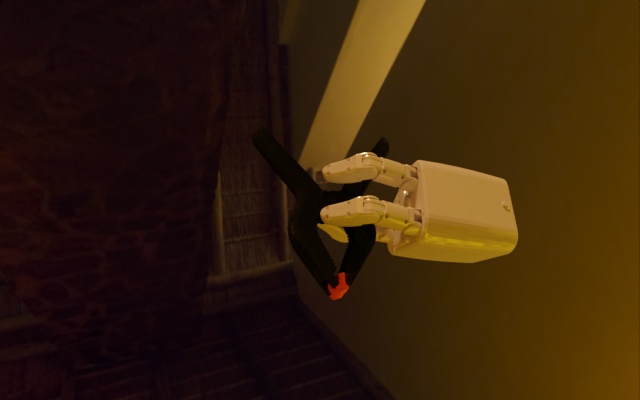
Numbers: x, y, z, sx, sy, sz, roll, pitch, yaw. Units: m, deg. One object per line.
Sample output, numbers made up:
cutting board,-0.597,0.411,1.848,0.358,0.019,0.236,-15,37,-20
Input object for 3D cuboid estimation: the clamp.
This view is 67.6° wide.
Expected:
clamp,0.000,0.003,0.519,0.164,0.209,0.036,8,-34,-9
